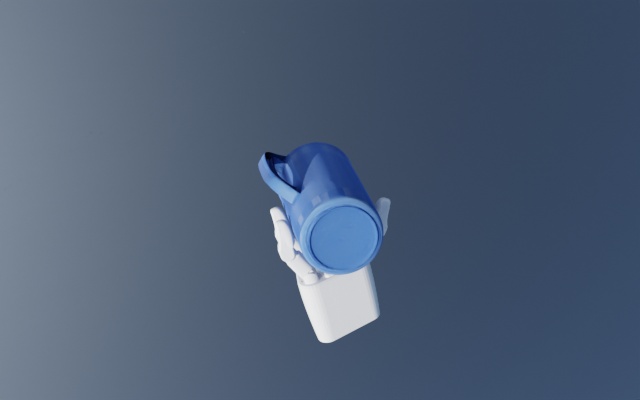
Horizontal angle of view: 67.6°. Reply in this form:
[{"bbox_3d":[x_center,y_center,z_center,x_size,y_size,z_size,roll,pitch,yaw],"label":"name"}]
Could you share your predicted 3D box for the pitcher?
[{"bbox_3d":[0.000,0.002,0.695,0.149,0.145,0.242,-15,22,-4],"label":"pitcher"}]
